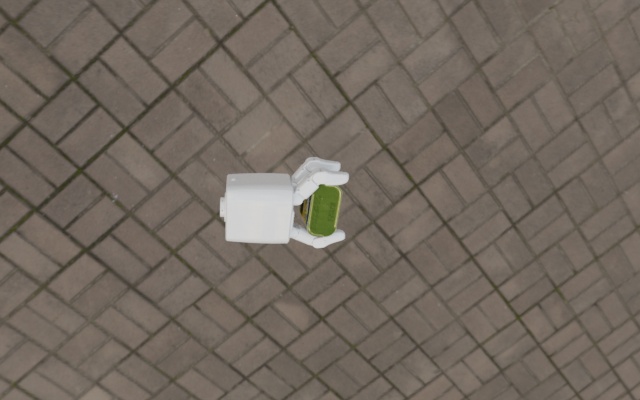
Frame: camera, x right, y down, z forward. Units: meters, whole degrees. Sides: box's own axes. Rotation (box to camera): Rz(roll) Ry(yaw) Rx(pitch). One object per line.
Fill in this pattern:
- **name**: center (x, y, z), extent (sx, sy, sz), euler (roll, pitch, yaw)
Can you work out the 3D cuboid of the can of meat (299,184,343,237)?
- **can of meat**: center (0.000, 0.003, 0.825), extent (0.057, 0.102, 0.084), euler (4, 20, -11)
